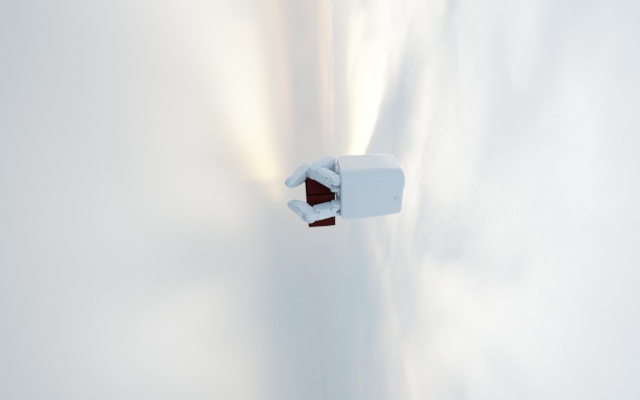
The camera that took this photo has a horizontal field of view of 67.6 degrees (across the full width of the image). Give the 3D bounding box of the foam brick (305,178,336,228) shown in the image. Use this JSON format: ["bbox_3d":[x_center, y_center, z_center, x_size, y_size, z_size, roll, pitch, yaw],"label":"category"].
[{"bbox_3d":[0.000,0.003,0.859,0.051,0.078,0.053,-4,41,-3],"label":"foam brick"}]
